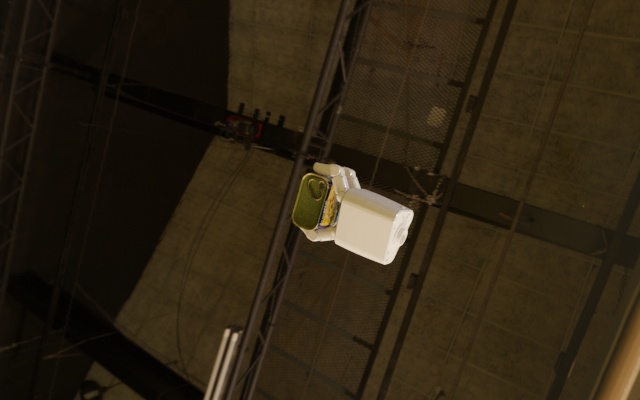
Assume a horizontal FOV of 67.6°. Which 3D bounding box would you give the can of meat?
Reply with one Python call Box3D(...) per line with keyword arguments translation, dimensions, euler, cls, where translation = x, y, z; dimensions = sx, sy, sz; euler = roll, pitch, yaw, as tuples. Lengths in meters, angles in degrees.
Box3D(translation=(0.000, 0.003, 0.898), dimensions=(0.057, 0.102, 0.084), euler=(20, 9, 28), cls="can of meat")
